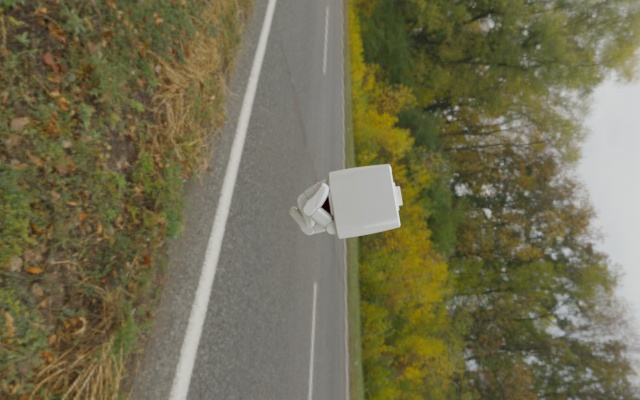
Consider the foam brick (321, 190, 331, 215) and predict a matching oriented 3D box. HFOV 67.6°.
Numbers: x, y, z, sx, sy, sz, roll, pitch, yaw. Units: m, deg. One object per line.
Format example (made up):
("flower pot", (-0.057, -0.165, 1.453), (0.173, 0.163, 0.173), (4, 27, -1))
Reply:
("foam brick", (0.000, 0.003, 0.873), (0.051, 0.053, 0.078), (-13, 7, 8))
